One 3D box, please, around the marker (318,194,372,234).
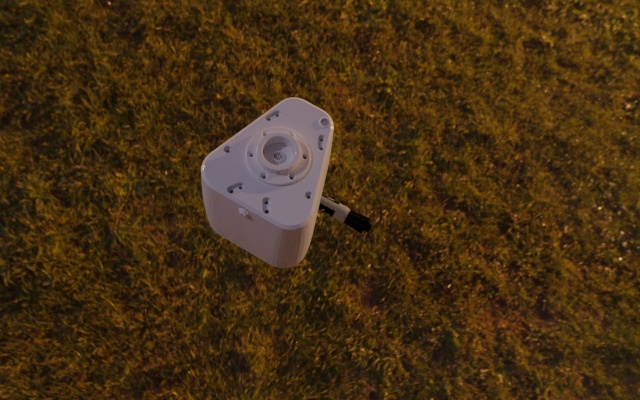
[{"bbox_3d":[0.000,0.002,0.512,0.121,0.020,0.020,28,2,4],"label":"marker"}]
